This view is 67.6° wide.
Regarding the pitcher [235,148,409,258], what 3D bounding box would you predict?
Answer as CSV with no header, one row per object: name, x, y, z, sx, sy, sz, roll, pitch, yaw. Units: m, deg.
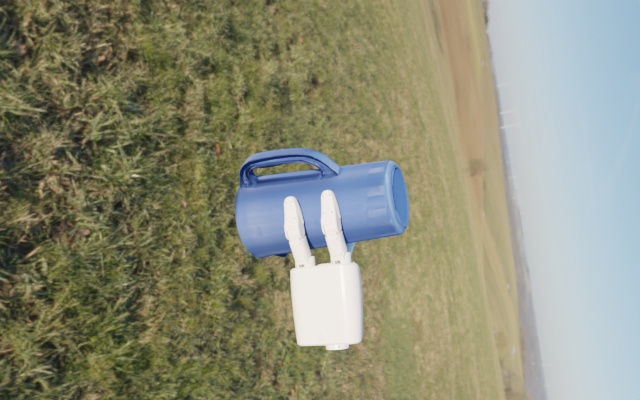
pitcher,0.000,0.003,0.717,0.243,0.145,0.149,-9,-14,22
